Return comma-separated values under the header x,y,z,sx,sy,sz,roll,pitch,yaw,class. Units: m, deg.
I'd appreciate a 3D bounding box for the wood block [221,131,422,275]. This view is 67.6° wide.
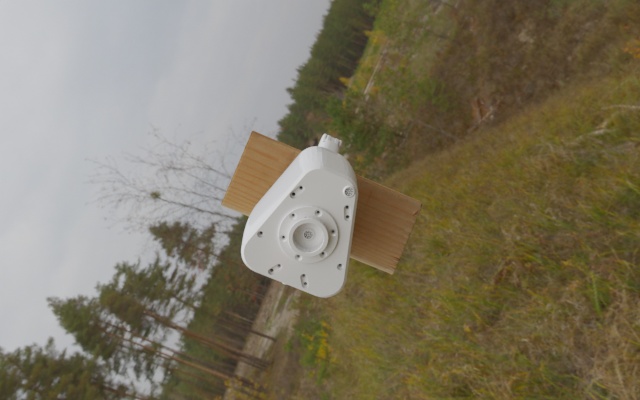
x,y,z,sx,sy,sz,roll,pitch,yaw,class
0.000,0.002,0.565,0.206,0.091,0.090,23,0,-6,wood block
